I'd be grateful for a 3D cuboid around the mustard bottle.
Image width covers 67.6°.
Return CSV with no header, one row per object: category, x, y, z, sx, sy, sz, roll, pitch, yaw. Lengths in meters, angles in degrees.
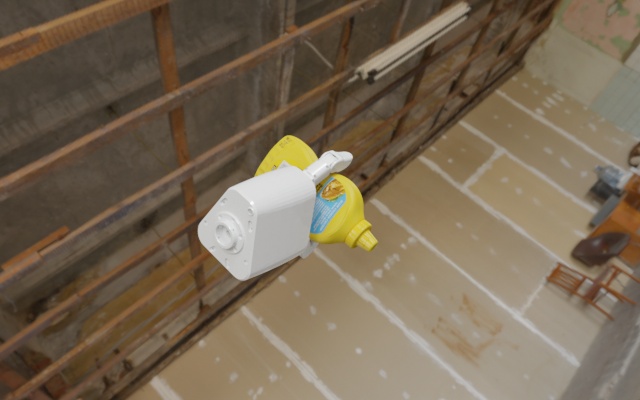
mustard bottle,0.000,0.002,0.649,0.191,0.096,0.058,40,10,20
